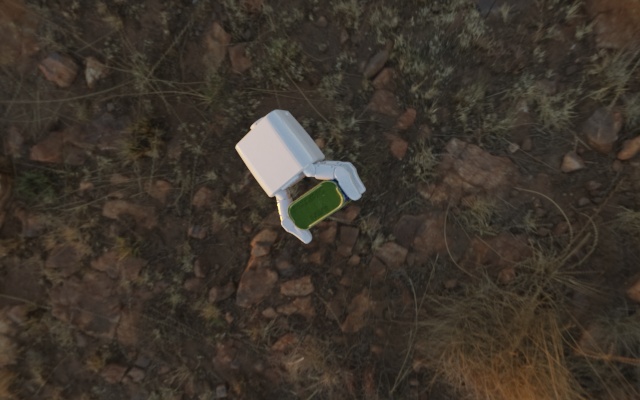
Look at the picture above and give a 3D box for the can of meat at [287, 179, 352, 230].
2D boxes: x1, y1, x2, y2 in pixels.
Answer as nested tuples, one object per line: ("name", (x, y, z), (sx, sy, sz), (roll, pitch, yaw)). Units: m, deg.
("can of meat", (0.000, 0.003, 0.801), (0.102, 0.057, 0.084), (-34, 0, 14))
